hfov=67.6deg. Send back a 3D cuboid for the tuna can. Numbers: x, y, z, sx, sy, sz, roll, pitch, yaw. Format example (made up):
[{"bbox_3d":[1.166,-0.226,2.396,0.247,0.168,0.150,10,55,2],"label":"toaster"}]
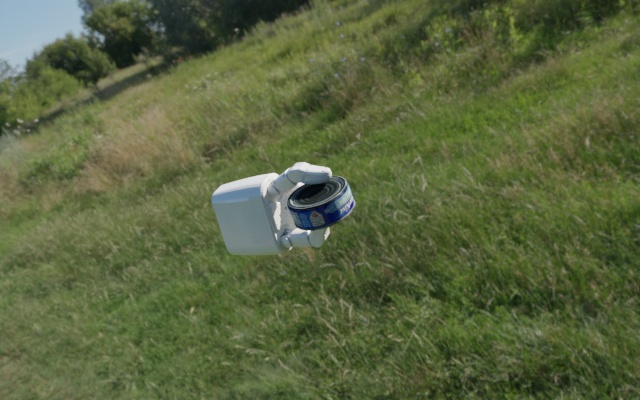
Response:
[{"bbox_3d":[0.000,0.002,0.627,0.086,0.034,0.086,-17,25,9],"label":"tuna can"}]
